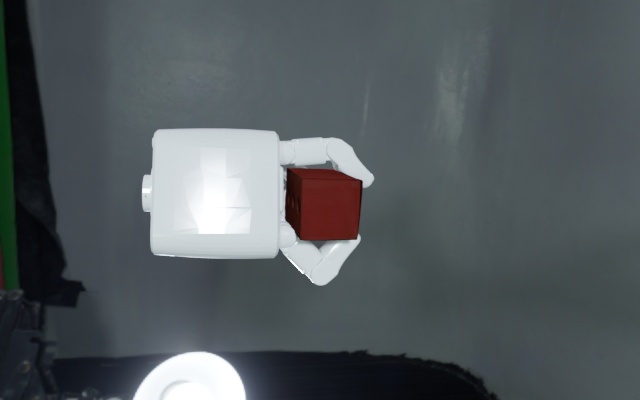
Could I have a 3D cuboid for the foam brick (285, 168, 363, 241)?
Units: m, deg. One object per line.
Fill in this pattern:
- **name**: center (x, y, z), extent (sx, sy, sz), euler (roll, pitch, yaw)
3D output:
- **foam brick**: center (0.000, 0.001, 0.424), extent (0.051, 0.053, 0.078), euler (1, 9, -14)
